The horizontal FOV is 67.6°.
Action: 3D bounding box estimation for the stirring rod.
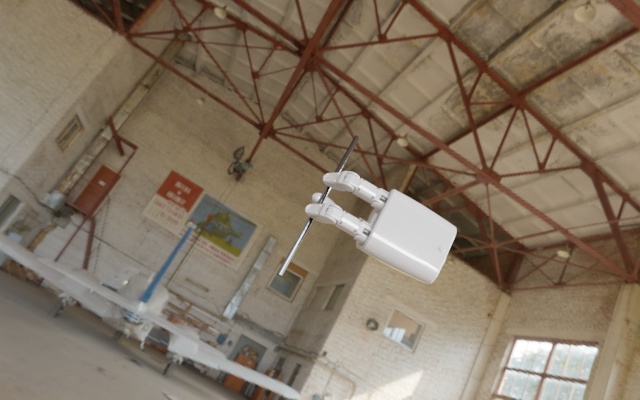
[{"bbox_3d":[0.000,0.002,0.686,0.011,0.239,0.011,26,-20,10],"label":"stirring rod"}]
